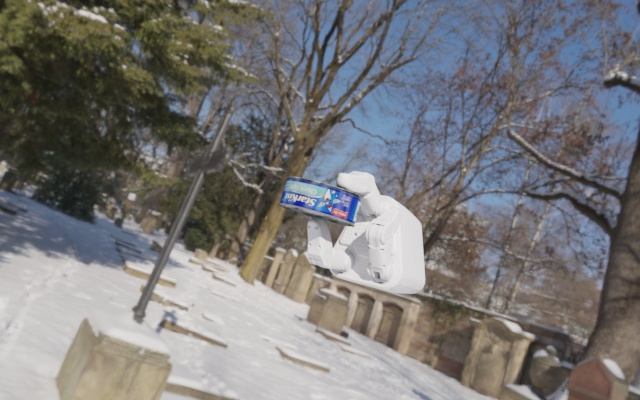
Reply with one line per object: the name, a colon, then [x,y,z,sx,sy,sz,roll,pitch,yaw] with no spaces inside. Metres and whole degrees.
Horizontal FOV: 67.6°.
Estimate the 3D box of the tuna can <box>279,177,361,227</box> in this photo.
tuna can: [0.000,0.001,0.519,0.086,0.034,0.086,16,-4,1]
